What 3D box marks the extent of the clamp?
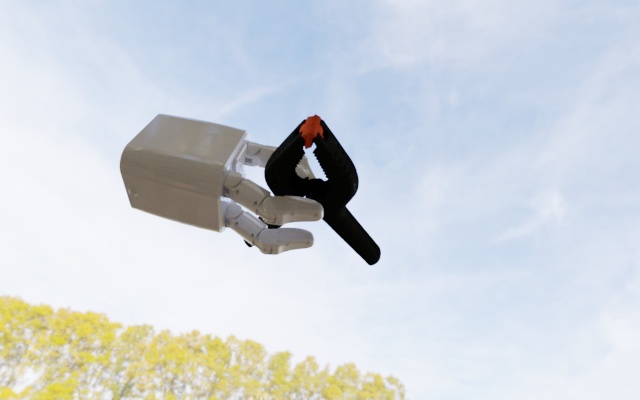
[{"bbox_3d":[0.000,0.001,0.502,0.164,0.036,0.210,11,-39,-1],"label":"clamp"}]
